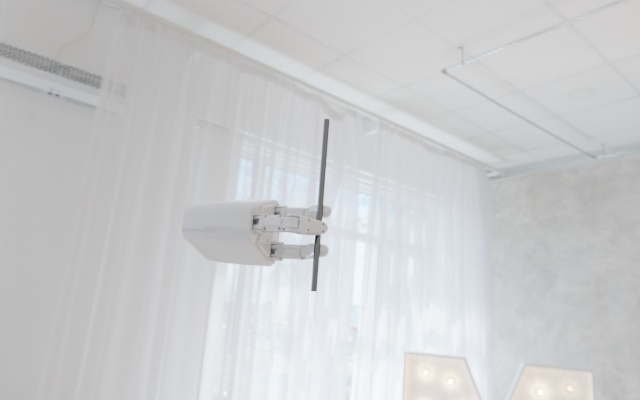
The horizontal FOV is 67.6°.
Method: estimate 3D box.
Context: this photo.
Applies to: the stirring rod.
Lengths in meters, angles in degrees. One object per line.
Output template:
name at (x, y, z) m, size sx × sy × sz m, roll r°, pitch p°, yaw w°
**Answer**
stirring rod at (0.000, 0.002, 0.652) m, size 0.011 × 0.239 × 0.011 m, roll 4°, pitch -13°, yaw 1°
